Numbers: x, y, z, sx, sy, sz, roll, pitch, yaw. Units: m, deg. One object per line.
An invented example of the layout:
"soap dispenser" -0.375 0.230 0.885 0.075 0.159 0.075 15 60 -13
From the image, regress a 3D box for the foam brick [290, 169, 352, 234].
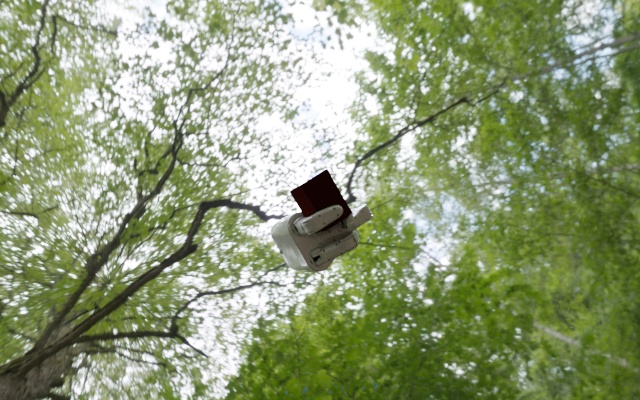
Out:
"foam brick" 0.000 0.002 0.710 0.053 0.078 0.051 -31 4 -24
